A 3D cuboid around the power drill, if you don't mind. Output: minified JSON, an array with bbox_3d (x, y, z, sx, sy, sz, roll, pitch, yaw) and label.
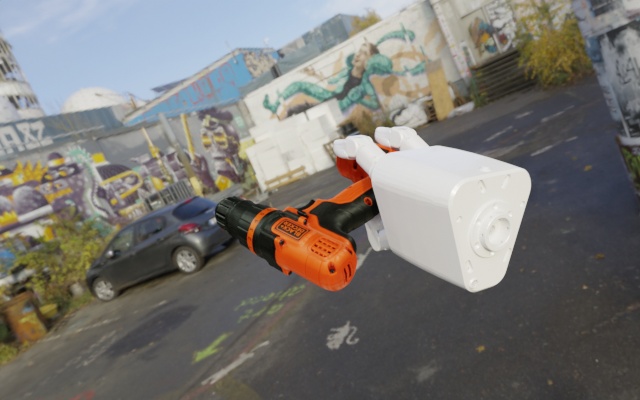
[{"bbox_3d":[0.001,0.002,0.524,0.184,0.057,0.187,24,52,34],"label":"power drill"}]
